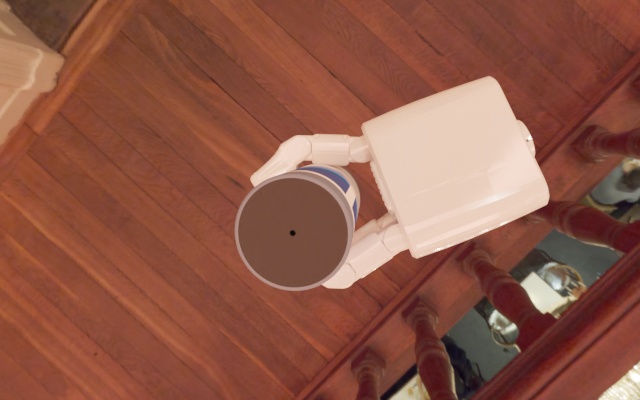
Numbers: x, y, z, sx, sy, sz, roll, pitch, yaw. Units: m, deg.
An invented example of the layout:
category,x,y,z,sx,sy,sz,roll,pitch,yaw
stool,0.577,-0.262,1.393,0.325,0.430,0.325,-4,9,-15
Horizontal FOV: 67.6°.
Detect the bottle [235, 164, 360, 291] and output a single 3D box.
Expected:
category,x,y,z,sx,sy,sz,roll,pitch,yaw
bottle,0.000,0.001,0.409,0.069,0.069,0.295,0,7,6
